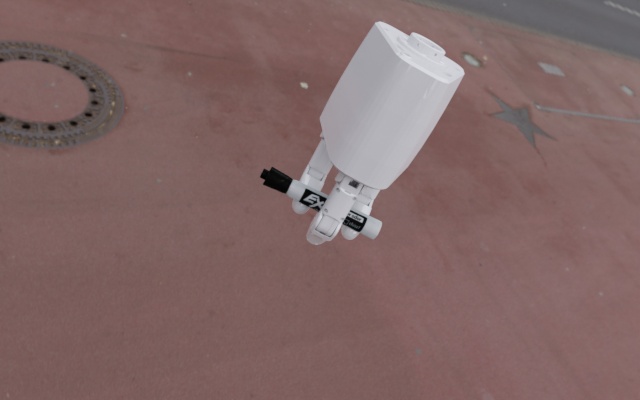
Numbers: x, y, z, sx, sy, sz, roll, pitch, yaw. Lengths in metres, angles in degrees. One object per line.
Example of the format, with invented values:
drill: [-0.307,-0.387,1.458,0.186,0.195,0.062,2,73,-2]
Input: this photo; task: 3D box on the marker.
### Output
marker: [0.000,0.002,0.444,0.121,0.020,0.020,27,-3,-6]
